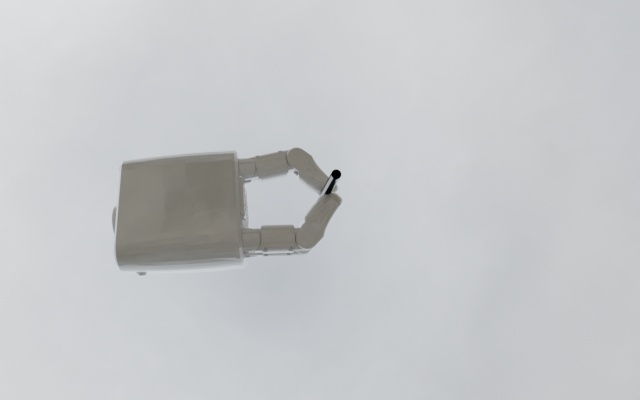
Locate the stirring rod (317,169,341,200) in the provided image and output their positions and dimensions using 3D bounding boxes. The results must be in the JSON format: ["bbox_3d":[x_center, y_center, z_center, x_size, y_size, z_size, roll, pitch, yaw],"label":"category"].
[{"bbox_3d":[0.000,0.002,0.487,0.011,0.011,0.239,0,-10,-6],"label":"stirring rod"}]
